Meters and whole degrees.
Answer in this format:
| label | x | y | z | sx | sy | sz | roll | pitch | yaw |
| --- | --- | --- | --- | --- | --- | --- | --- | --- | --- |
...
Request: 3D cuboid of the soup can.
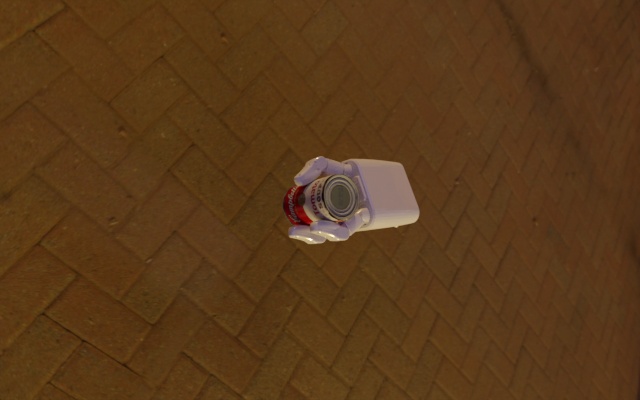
| label | x | y | z | sx | sy | sz | roll | pitch | yaw |
| --- | --- | --- | --- | --- | --- | --- | --- | --- | --- |
| soup can | 0.000 | 0.002 | 0.699 | 0.068 | 0.068 | 0.102 | 0 | -8 | -37 |
